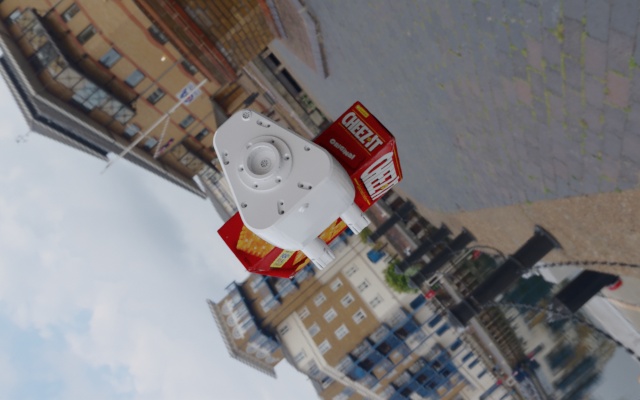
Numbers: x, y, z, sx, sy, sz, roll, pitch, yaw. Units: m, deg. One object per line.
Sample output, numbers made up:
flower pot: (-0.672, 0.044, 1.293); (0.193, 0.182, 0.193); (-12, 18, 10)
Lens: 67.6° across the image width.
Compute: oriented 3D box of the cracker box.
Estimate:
cracker box: (0.000, 0.002, 0.587); (0.213, 0.072, 0.164); (-42, -17, 1)
